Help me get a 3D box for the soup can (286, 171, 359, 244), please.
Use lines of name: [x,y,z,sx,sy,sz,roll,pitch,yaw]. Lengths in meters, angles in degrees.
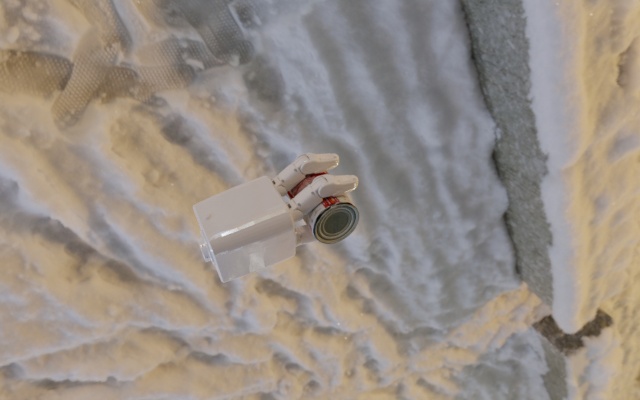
soup can: [0.001,0.002,0.649,0.068,0.068,0.102,0,35,-31]
